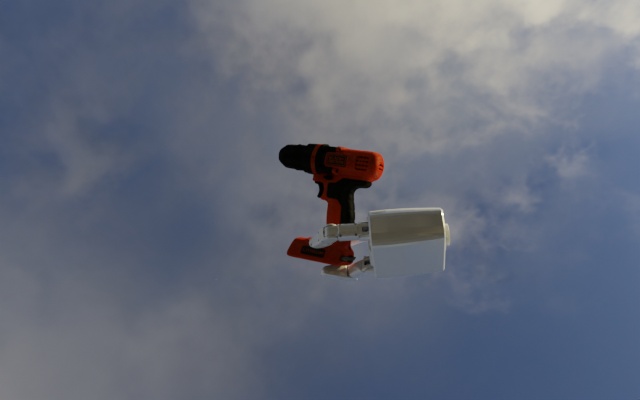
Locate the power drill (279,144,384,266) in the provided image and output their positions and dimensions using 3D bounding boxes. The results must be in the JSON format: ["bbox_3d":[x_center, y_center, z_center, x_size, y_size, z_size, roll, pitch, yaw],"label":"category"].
[{"bbox_3d":[0.000,0.003,0.763,0.184,0.187,0.057,9,-1,29],"label":"power drill"}]
